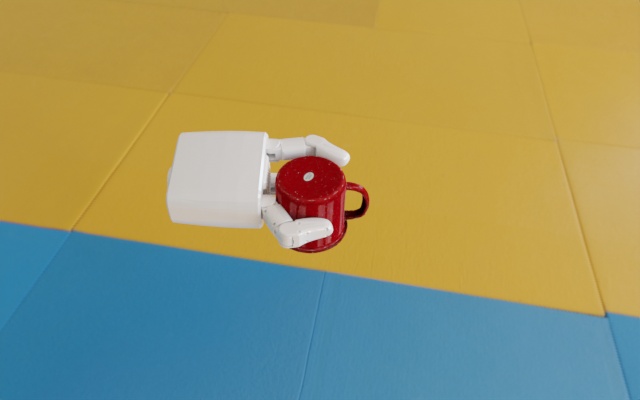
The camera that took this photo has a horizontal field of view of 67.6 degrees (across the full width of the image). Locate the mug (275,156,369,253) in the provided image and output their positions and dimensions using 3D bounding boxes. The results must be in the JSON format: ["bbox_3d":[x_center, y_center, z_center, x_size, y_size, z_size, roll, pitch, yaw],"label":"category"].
[{"bbox_3d":[0.002,0.002,0.568,0.117,0.093,0.082,1,-45,-1],"label":"mug"}]
